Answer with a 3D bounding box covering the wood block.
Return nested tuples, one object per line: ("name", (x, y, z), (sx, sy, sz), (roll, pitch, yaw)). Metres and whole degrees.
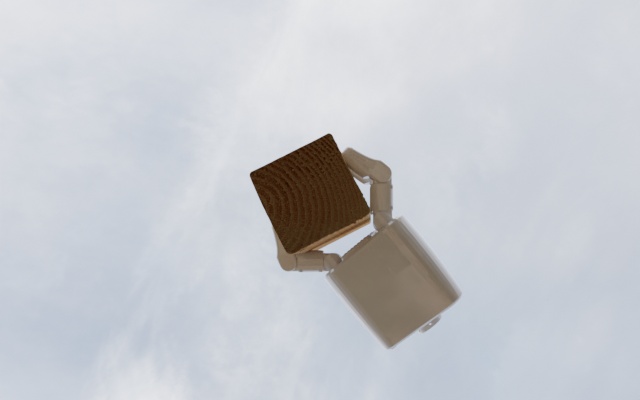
("wood block", (0.000, 0.002, 0.549), (0.091, 0.090, 0.206), (-27, -7, 3))
